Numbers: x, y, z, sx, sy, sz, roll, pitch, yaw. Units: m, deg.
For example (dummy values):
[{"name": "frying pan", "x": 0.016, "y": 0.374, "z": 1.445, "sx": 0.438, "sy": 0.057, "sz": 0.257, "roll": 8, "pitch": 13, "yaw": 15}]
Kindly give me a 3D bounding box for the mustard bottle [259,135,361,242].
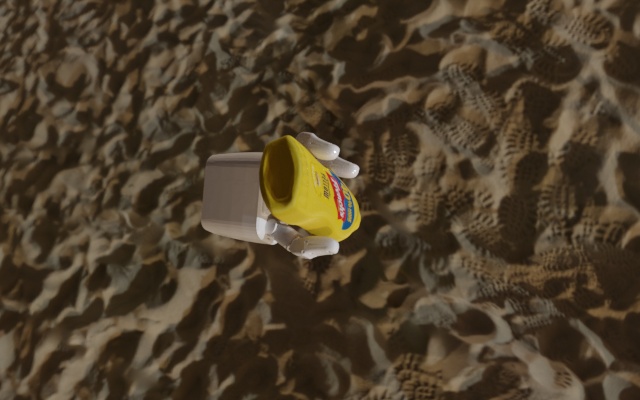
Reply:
[{"name": "mustard bottle", "x": 0.000, "y": 0.002, "z": 0.595, "sx": 0.058, "sy": 0.096, "sz": 0.192, "roll": -21, "pitch": -29, "yaw": 22}]
